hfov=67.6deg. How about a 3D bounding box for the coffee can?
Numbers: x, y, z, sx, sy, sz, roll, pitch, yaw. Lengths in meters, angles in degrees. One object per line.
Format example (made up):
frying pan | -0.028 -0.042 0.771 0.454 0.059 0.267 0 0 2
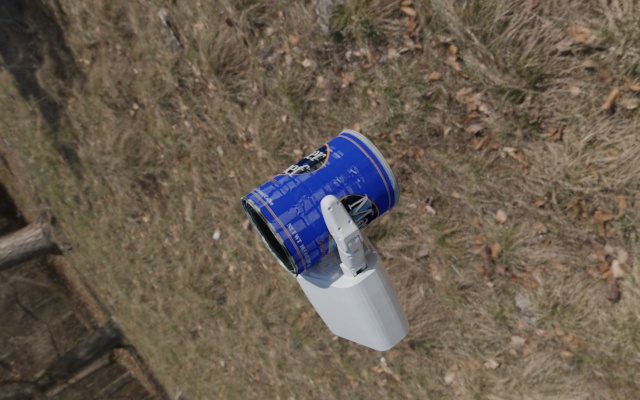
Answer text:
coffee can | 0.000 0.001 0.521 0.140 0.103 0.103 -34 10 -15
